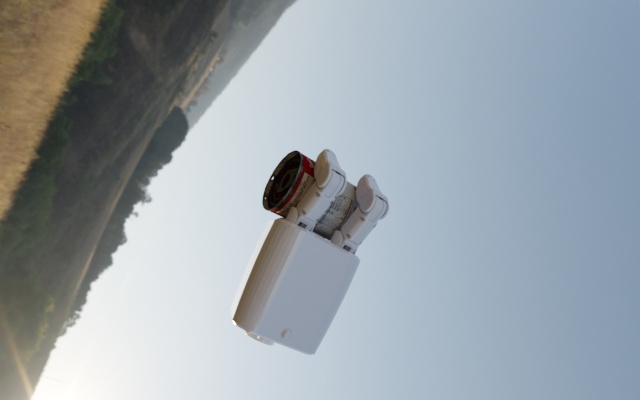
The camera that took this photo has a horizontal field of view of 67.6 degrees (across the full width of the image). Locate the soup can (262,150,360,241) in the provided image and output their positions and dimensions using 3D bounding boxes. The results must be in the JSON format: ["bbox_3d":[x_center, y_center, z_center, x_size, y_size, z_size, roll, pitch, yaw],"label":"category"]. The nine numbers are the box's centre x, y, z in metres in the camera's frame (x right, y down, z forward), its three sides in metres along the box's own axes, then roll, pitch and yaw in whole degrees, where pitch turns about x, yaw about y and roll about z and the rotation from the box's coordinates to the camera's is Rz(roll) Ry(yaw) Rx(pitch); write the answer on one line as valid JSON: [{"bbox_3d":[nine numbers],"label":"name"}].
[{"bbox_3d":[0.000,0.001,0.501,0.102,0.068,0.068,29,-14,-25],"label":"soup can"}]
